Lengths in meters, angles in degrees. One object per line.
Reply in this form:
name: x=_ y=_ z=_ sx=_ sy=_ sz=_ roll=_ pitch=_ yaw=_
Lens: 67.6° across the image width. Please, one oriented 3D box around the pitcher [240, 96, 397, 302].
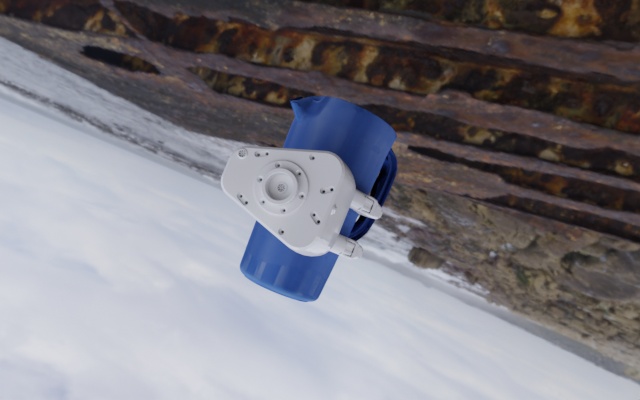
pitcher: x=0.000 y=0.002 z=0.612 sx=0.149 sy=0.243 sz=0.145 roll=22 pitch=-4 yaw=9
